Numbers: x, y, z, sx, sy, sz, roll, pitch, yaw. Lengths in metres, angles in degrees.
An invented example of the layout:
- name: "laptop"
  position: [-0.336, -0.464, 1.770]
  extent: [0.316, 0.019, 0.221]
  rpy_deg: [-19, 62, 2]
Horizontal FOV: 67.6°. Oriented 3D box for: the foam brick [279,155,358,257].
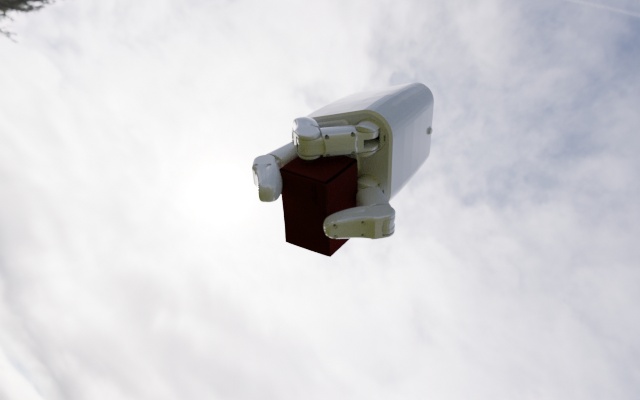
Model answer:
- name: "foam brick"
  position: [0.000, 0.002, 0.432]
  extent: [0.053, 0.078, 0.051]
  rpy_deg: [18, 36, 29]
